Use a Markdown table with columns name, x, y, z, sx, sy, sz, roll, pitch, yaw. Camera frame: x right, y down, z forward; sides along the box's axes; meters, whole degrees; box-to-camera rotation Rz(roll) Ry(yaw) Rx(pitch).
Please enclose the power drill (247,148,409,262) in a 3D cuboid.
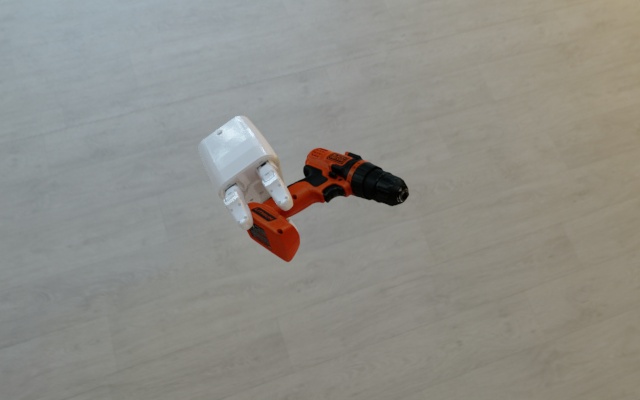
| name | x | y | z | sx | sy | sz | roll | pitch | yaw |
| --- | --- | --- | --- | --- | --- | --- | --- | --- | --- |
| power drill | 0.000 | 0.002 | 0.647 | 0.187 | 0.057 | 0.184 | -35 | 37 | -27 |
